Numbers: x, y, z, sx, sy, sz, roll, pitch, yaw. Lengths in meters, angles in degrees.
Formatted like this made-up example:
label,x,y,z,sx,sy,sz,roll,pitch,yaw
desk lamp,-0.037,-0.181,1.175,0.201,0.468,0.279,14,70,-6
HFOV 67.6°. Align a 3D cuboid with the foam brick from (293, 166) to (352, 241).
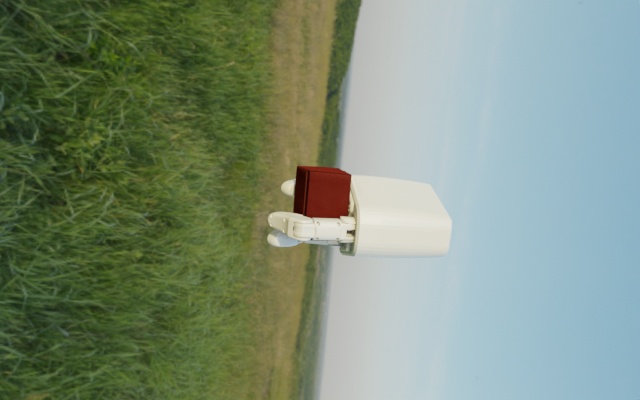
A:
label,x,y,z,sx,sy,sz,roll,pitch,yaw
foam brick,0.000,0.002,0.541,0.051,0.078,0.053,2,12,-16
